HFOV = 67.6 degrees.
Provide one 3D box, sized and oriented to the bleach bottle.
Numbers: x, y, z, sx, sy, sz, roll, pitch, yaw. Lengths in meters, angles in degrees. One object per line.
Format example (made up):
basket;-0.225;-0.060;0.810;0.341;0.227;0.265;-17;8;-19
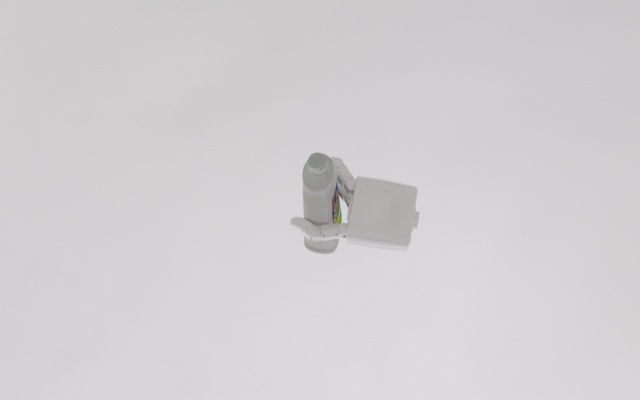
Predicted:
bleach bottle;0.000;0.003;0.830;0.068;0.102;0.251;9;-26;8
